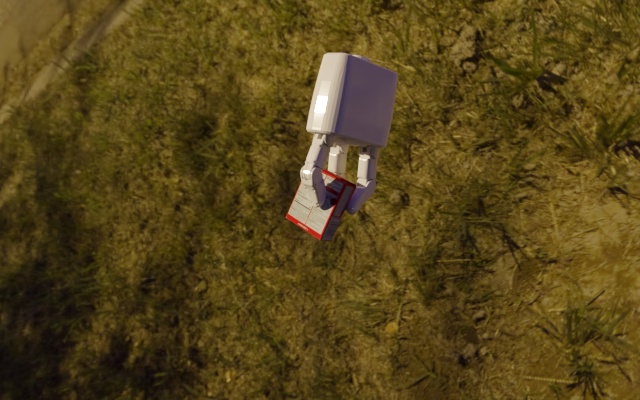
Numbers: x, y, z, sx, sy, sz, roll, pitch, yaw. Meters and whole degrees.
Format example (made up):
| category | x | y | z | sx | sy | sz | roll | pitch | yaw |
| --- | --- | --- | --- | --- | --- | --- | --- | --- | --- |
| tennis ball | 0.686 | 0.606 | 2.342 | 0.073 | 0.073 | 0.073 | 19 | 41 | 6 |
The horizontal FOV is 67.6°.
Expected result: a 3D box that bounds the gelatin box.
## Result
| category | x | y | z | sx | sy | sz | roll | pitch | yaw |
| --- | --- | --- | --- | --- | --- | --- | --- | --- | --- |
| gelatin box | 0.000 | 0.002 | 0.669 | 0.073 | 0.089 | 0.030 | 30 | 10 | 36 |
